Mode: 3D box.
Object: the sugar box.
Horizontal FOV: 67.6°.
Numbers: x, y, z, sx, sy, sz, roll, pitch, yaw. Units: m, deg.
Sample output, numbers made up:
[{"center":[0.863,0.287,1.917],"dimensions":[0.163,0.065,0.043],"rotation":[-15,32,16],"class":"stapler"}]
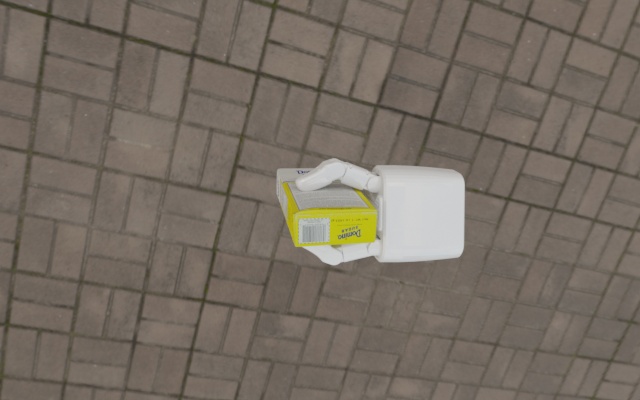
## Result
[{"center":[0.000,0.002,0.592],"dimensions":[0.093,0.048,0.176],"rotation":[-1,17,-11],"class":"sugar box"}]
